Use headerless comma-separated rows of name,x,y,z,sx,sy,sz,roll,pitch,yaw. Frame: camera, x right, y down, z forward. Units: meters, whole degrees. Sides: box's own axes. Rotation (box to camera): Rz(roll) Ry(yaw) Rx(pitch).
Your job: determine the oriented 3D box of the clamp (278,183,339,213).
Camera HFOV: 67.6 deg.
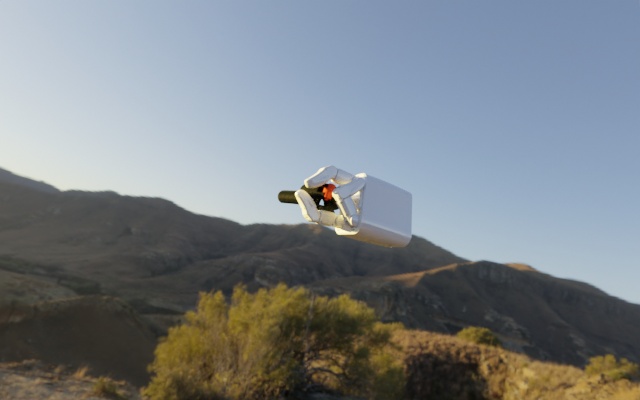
clamp,0.000,0.002,0.885,0.120,0.039,0.171,18,-12,-22
